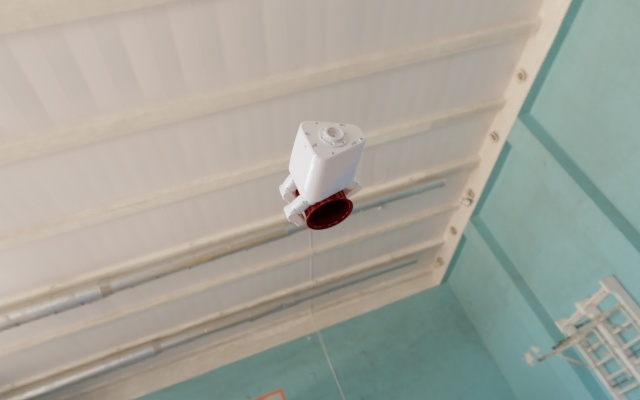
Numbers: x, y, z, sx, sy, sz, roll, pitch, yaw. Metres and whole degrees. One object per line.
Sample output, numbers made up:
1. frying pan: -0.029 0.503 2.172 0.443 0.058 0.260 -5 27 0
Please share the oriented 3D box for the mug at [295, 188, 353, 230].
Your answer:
1. mug: 0.000 0.004 0.900 0.093 0.081 0.117 -11 -35 -23
